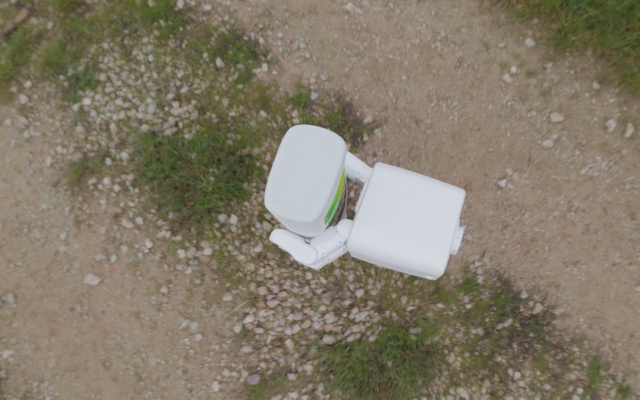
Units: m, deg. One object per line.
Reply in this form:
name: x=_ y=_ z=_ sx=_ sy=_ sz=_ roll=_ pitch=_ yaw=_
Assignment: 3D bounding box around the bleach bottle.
bleach bottle: x=0.000 y=0.002 z=0.582 sx=0.068 sy=0.102 sz=0.251 roll=18 pitch=-10 yaw=12
